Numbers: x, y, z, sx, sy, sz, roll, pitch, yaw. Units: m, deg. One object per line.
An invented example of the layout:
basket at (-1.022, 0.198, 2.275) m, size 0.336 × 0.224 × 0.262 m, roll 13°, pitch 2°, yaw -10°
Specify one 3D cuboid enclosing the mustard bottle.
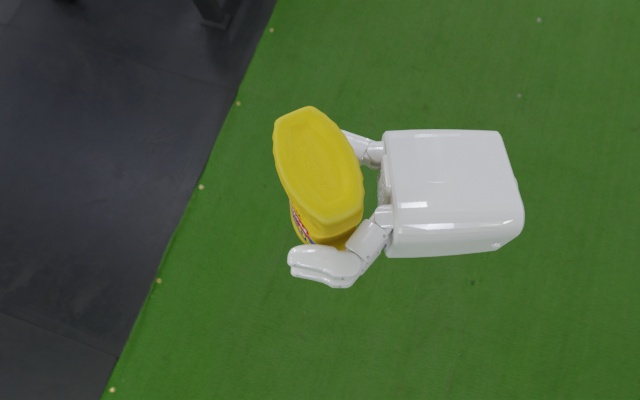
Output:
mustard bottle at (0.000, 0.001, 0.431) m, size 0.058 × 0.096 × 0.192 m, roll -25°, pitch -17°, yaw -7°
